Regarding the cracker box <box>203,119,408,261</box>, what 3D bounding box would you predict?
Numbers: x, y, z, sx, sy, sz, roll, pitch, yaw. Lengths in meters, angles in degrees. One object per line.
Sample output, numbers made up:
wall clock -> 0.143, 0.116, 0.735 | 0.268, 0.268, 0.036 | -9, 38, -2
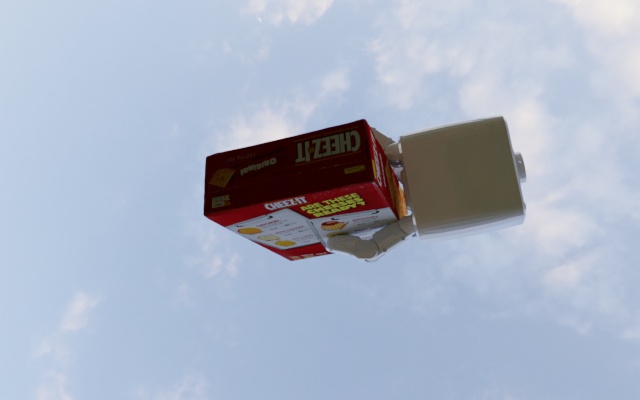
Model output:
cracker box -> 0.000, 0.002, 0.519 | 0.164, 0.072, 0.214 | -12, -22, 16
